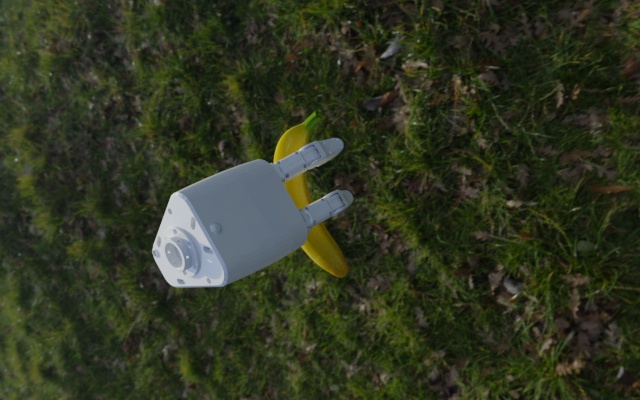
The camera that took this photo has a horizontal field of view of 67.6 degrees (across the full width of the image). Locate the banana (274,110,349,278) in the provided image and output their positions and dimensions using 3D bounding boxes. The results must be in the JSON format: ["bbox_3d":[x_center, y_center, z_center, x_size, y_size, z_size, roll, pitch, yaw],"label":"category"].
[{"bbox_3d":[-0.017,0.000,0.560,0.069,0.198,0.037,-4,13,31],"label":"banana"}]
